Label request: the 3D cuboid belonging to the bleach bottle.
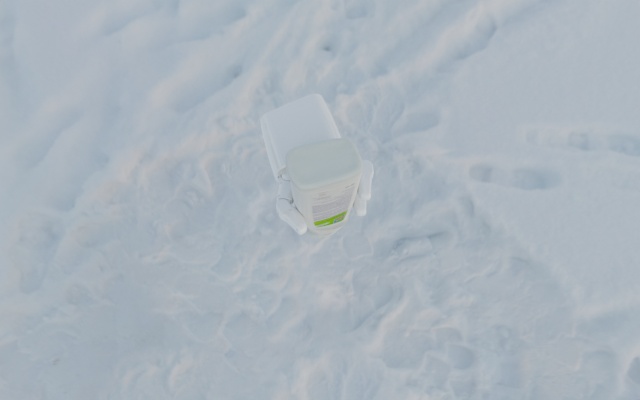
[{"bbox_3d":[0.000,0.002,0.728,0.102,0.068,0.251,-15,-23,-10],"label":"bleach bottle"}]
